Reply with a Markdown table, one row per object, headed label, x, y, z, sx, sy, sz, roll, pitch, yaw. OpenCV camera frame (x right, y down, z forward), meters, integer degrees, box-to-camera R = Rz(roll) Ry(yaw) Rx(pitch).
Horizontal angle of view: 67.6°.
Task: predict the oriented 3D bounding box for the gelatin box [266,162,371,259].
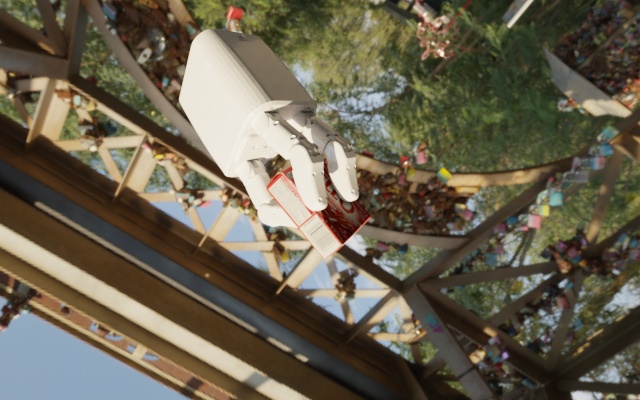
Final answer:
| label | x | y | z | sx | sy | sz | roll | pitch | yaw |
| --- | --- | --- | --- | --- | --- | --- | --- | --- | --- |
| gelatin box | 0.000 | 0.002 | 0.462 | 0.030 | 0.089 | 0.073 | -40 | -2 | 33 |
